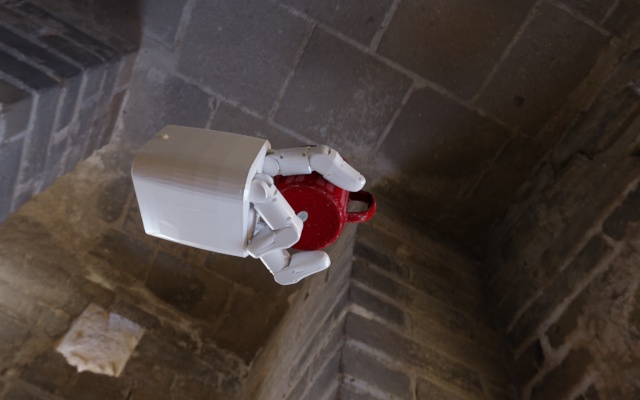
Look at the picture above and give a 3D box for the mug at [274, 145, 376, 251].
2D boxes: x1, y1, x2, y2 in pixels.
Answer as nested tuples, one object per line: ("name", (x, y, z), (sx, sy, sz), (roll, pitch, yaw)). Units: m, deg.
("mug", (0.001, 0.002, 0.506), (0.117, 0.093, 0.081), (10, 31, 2))
